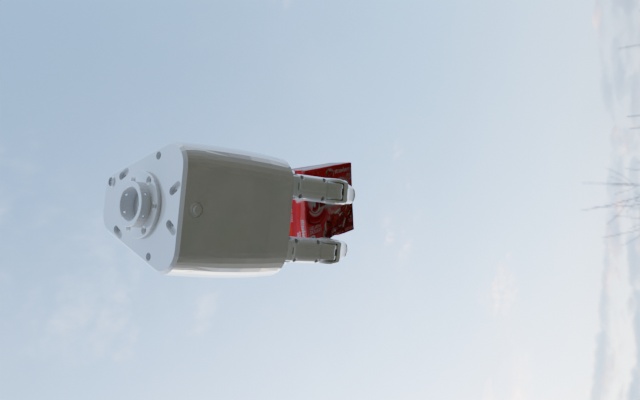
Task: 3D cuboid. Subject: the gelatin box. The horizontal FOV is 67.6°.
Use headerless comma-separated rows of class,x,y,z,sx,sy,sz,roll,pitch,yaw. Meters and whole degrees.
gelatin box,0.000,0.001,0.477,0.030,0.073,0.089,2,10,34
